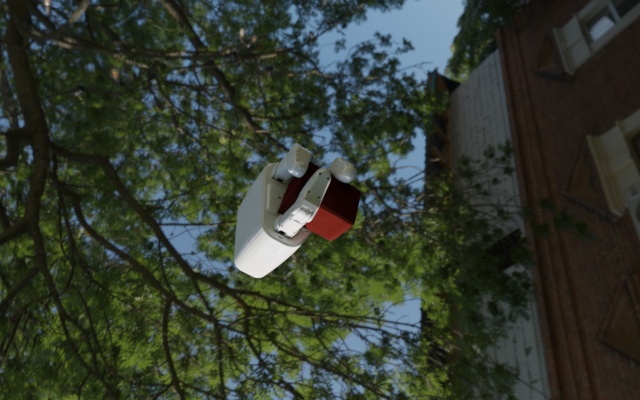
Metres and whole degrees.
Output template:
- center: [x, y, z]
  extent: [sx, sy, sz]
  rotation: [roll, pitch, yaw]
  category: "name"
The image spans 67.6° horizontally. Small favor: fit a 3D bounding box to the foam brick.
- center: [0.000, 0.002, 0.564]
  extent: [0.078, 0.053, 0.051]
  rotation: [30, -40, -13]
  category: "foam brick"
